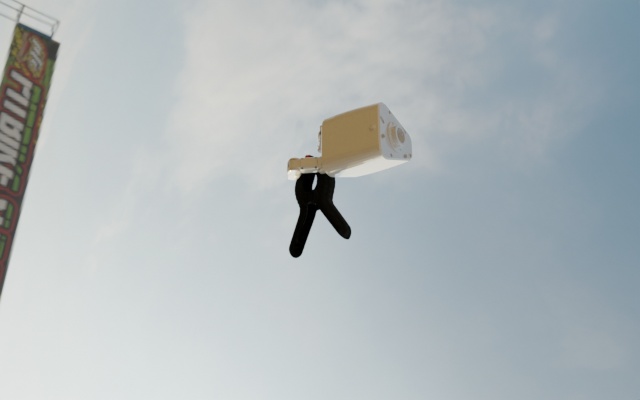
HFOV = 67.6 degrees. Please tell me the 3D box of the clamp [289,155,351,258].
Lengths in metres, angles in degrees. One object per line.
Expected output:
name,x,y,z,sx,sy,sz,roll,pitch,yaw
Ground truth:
clamp,0.000,0.003,0.768,0.120,0.171,0.039,-11,-21,34
